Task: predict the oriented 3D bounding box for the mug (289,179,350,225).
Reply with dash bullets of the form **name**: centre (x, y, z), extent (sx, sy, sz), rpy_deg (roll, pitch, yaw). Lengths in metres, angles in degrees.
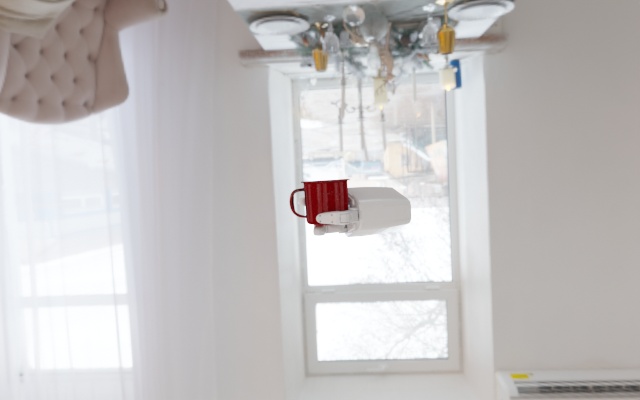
- **mug**: centre (-0.001, 0.003, 0.895), extent (0.117, 0.081, 0.093), rpy_deg (-4, 3, -13)
